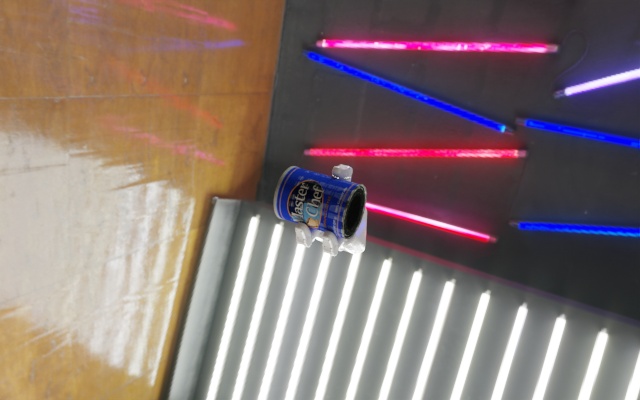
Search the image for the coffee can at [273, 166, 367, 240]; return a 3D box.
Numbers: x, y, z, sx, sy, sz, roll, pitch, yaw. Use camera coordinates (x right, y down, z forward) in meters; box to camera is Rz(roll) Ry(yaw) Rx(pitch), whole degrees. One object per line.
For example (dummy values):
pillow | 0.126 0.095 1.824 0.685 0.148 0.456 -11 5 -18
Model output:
coffee can | 0.000 0.003 0.872 0.140 0.103 0.103 16 6 23
